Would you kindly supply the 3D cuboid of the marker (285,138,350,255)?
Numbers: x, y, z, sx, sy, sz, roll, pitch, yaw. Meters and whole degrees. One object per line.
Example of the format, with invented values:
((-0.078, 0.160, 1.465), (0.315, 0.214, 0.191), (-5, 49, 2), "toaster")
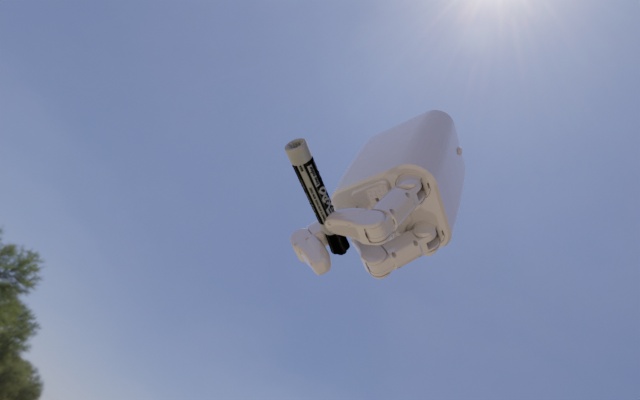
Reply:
((0.000, 0.001, 0.416), (0.020, 0.121, 0.020), (-17, 32, 11), "marker")
